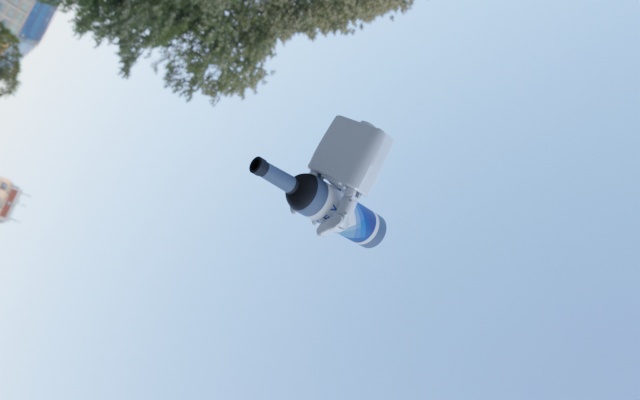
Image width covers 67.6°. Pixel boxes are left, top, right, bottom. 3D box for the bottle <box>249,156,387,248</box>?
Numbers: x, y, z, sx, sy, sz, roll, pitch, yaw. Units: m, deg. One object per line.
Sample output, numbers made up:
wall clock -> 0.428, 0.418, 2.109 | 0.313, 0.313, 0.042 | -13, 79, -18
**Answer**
bottle -> 0.000, 0.003, 0.797 | 0.069, 0.069, 0.296 | 0, -22, 45
